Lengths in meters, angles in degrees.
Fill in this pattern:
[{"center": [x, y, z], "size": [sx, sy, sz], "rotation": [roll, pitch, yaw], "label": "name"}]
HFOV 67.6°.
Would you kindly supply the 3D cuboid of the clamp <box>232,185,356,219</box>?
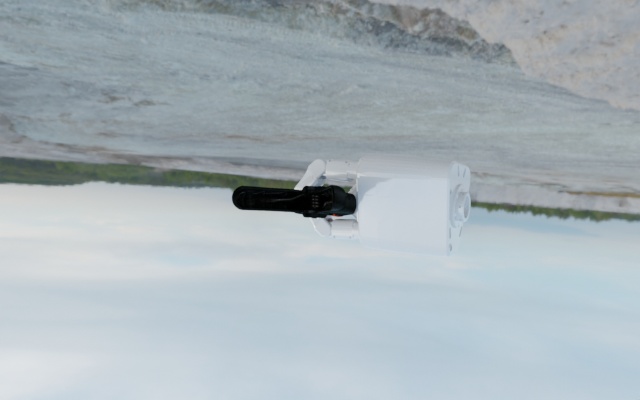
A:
[{"center": [0.000, 0.002, 0.525], "size": [0.120, 0.039, 0.171], "rotation": [6, 2, 31], "label": "clamp"}]
